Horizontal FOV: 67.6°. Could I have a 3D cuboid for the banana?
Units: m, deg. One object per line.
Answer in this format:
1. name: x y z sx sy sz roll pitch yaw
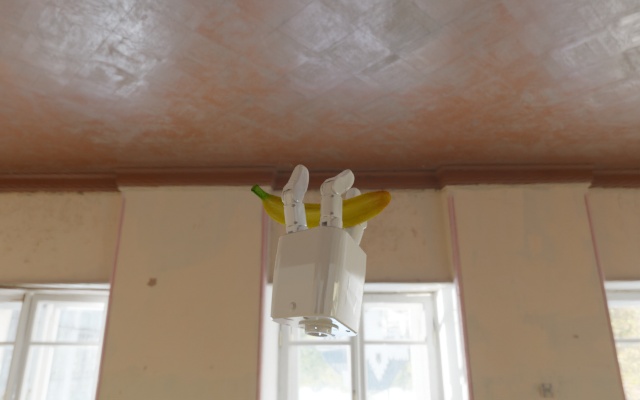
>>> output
1. banana: 0.002 0.013 0.651 0.198 0.037 0.070 2 -35 19
